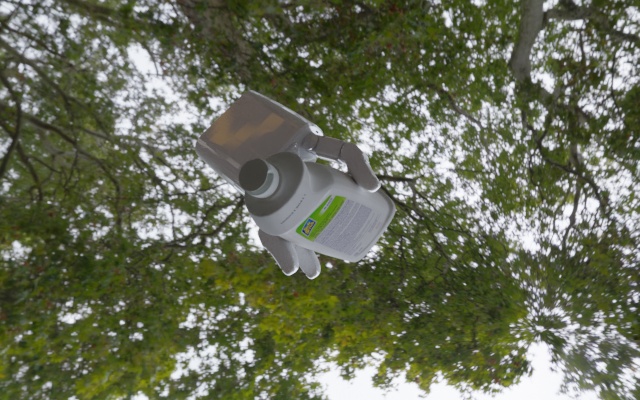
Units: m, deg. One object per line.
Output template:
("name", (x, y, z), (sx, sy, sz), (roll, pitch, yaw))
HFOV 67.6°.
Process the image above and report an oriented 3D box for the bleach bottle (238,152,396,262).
("bleach bottle", (0.000, 0.002, 0.503), (0.068, 0.102, 0.251), (35, 2, 28))
